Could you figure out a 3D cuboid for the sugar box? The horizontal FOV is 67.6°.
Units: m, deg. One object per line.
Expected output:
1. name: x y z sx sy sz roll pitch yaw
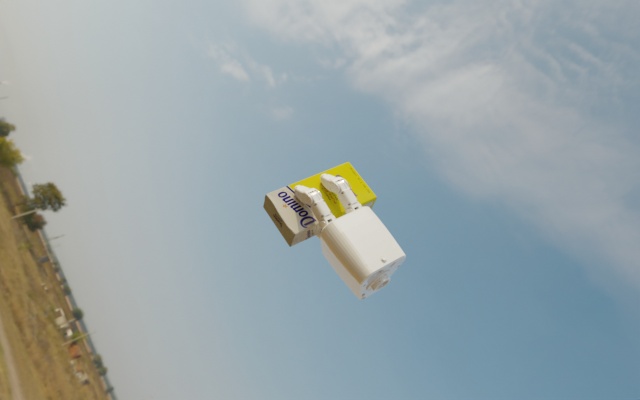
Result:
1. sugar box: 0.000 0.002 0.828 0.176 0.093 0.048 -23 -28 -30
